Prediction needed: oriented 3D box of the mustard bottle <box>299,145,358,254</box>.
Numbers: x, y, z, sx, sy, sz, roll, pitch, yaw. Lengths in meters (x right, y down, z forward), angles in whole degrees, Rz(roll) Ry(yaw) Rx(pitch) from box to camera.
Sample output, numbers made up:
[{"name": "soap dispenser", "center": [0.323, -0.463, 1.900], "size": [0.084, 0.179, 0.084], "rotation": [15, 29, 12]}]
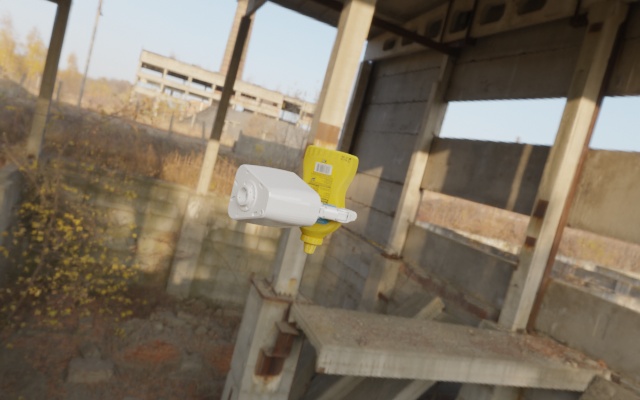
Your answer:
[{"name": "mustard bottle", "center": [0.000, 0.003, 0.863], "size": [0.096, 0.191, 0.058], "rotation": [16, 5, 22]}]
